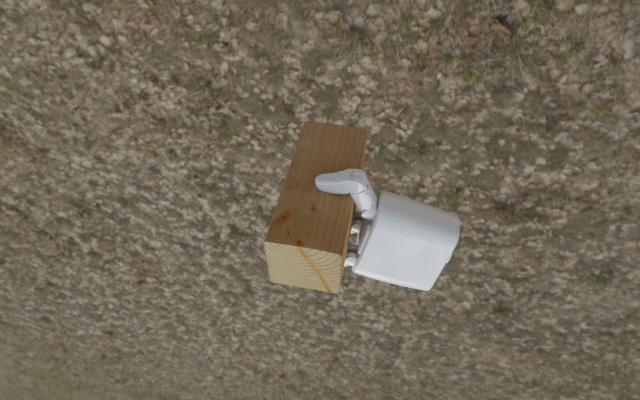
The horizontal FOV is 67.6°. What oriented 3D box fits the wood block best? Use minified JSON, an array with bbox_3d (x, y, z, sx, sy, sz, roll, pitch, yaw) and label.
[{"bbox_3d":[0.000,0.002,0.619,0.090,0.206,0.091,9,-39,7],"label":"wood block"}]
